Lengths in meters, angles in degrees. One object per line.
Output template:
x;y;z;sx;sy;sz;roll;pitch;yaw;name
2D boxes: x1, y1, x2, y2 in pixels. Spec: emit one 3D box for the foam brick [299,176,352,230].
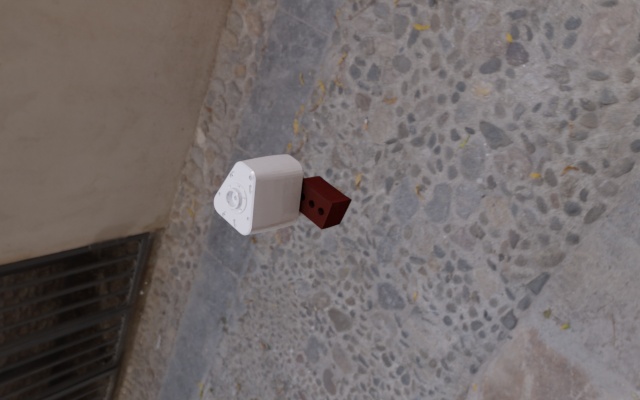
0.000;0.003;0.789;0.078;0.053;0.051;37;29;28;foam brick
